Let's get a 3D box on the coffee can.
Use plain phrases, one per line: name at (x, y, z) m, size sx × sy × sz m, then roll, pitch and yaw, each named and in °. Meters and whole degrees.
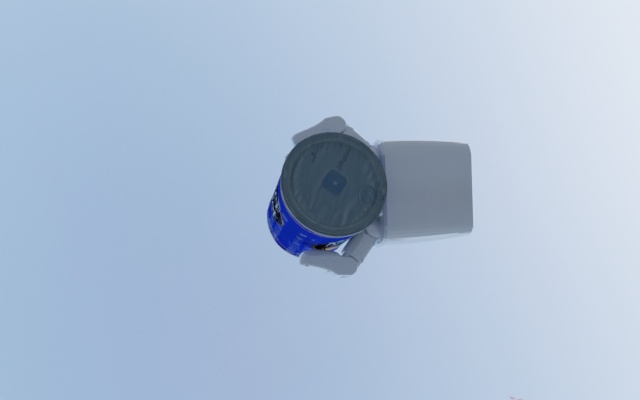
coffee can at (0.000, 0.002, 0.510) m, size 0.103 × 0.102 × 0.140 m, roll 0°, pitch -15°, yaw -12°
